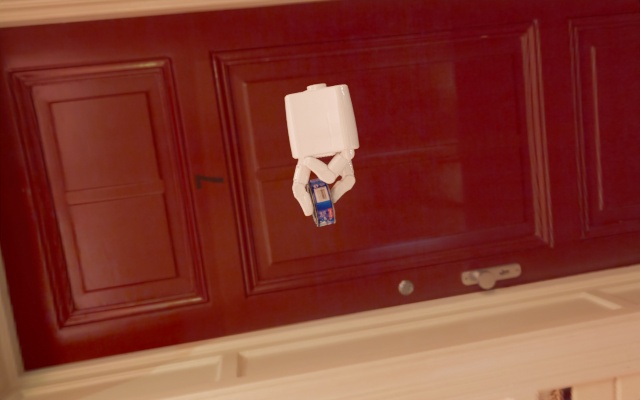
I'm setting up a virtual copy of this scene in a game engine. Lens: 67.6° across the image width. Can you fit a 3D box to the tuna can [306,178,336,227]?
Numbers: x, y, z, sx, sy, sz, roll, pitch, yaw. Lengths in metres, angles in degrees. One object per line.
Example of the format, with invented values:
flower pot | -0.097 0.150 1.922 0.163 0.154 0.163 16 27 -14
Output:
tuna can | 0.000 0.003 0.853 0.034 0.086 0.086 -13 2 -7
